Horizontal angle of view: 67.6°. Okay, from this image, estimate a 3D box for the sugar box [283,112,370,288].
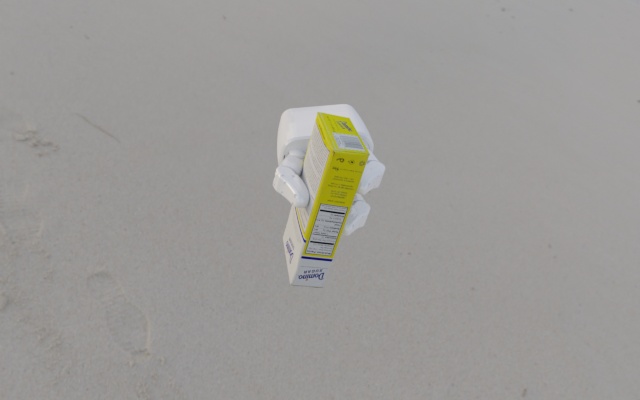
[{"bbox_3d":[0.001,0.002,0.536,0.048,0.176,0.093,6,32,-15],"label":"sugar box"}]
